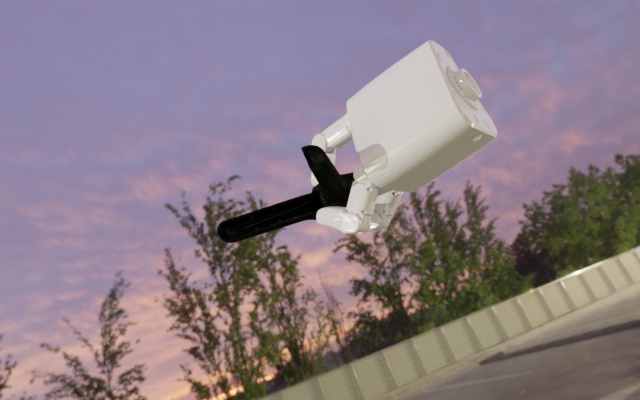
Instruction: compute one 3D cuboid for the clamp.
[{"bbox_3d":[0.000,0.001,0.529,0.164,0.036,0.210,-34,-22,32],"label":"clamp"}]
